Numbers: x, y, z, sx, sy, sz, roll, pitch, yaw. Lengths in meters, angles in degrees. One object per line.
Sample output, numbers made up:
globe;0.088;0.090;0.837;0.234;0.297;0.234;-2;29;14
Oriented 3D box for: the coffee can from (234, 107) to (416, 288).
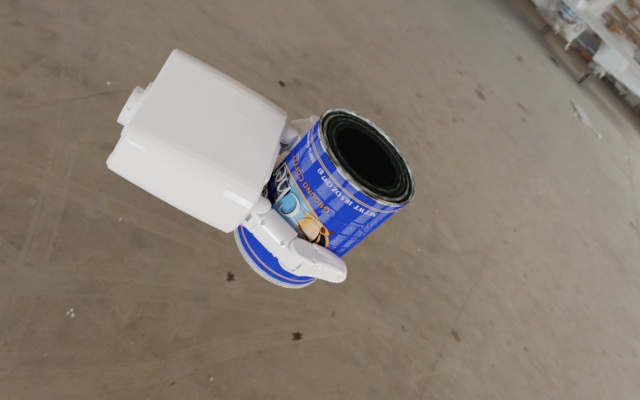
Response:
coffee can;0.000;0.002;0.432;0.103;0.102;0.140;0;-35;-45
